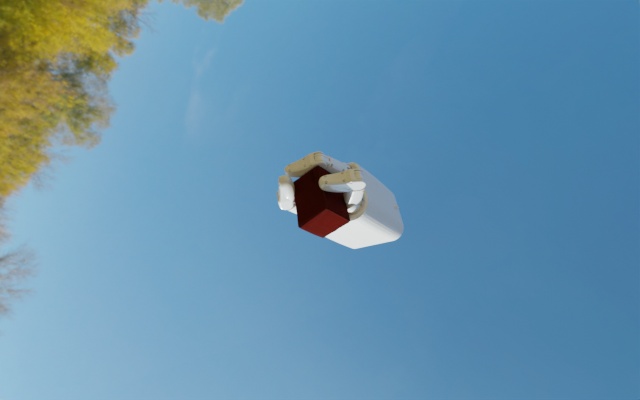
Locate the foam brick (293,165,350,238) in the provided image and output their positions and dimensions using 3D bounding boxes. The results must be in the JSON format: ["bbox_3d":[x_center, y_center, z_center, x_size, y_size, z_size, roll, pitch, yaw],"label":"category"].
[{"bbox_3d":[0.000,0.002,0.655,0.053,0.078,0.051,-33,-42,27],"label":"foam brick"}]
